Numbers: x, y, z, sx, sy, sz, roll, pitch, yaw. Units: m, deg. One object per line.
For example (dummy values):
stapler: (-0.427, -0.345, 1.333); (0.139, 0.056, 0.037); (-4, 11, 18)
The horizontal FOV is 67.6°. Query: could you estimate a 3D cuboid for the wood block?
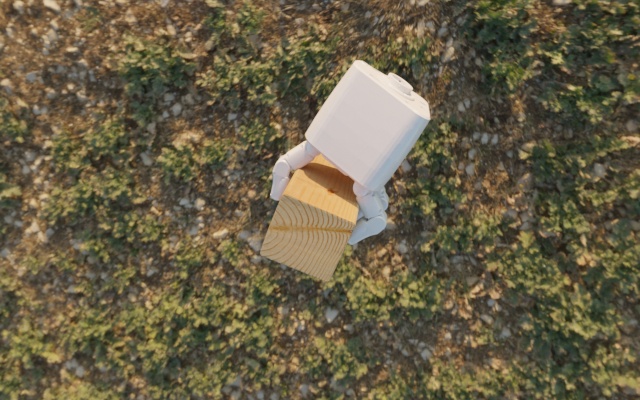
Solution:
wood block: (0.000, 0.002, 0.634); (0.091, 0.090, 0.206); (23, 26, -1)
